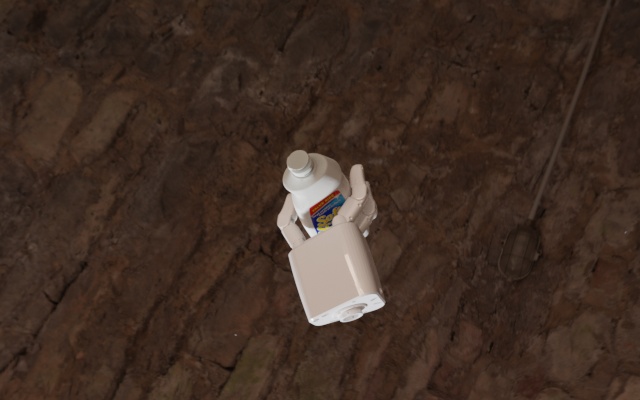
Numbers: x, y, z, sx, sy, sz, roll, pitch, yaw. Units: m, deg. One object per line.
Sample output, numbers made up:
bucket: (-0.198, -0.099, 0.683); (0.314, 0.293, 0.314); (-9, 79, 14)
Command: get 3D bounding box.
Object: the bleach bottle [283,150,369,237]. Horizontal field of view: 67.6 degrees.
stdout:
bleach bottle: (0.000, 0.002, 0.705); (0.102, 0.068, 0.251); (-24, -29, 7)
